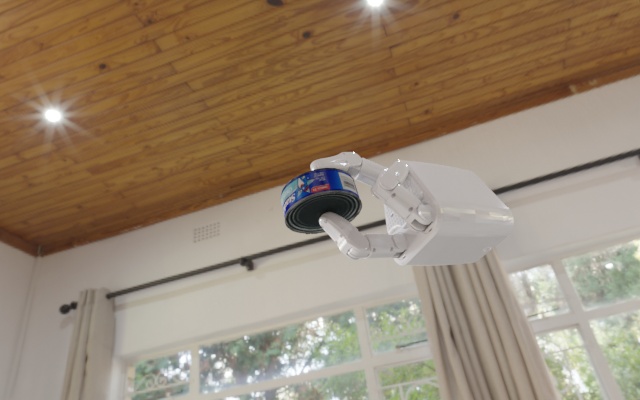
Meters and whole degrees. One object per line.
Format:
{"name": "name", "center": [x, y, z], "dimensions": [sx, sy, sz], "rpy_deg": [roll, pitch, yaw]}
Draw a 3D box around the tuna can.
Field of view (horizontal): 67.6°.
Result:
{"name": "tuna can", "center": [0.000, 0.001, 0.523], "dimensions": [0.086, 0.033, 0.086], "rpy_deg": [-11, -30, -6]}
